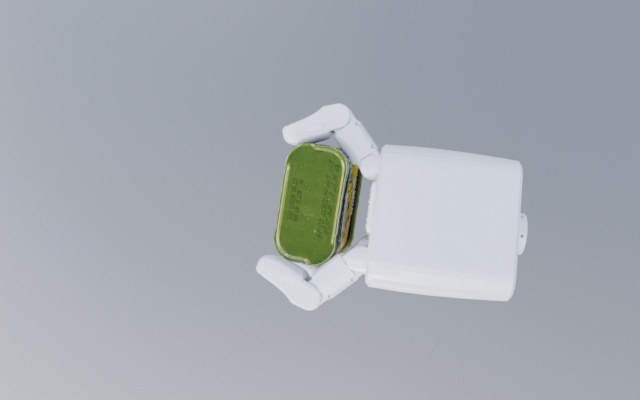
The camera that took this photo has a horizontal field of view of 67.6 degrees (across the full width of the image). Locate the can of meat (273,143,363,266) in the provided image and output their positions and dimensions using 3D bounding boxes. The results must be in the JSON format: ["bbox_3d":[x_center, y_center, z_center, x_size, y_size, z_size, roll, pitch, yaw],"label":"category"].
[{"bbox_3d":[0.000,0.001,0.415,0.057,0.102,0.084,9,5,11],"label":"can of meat"}]
